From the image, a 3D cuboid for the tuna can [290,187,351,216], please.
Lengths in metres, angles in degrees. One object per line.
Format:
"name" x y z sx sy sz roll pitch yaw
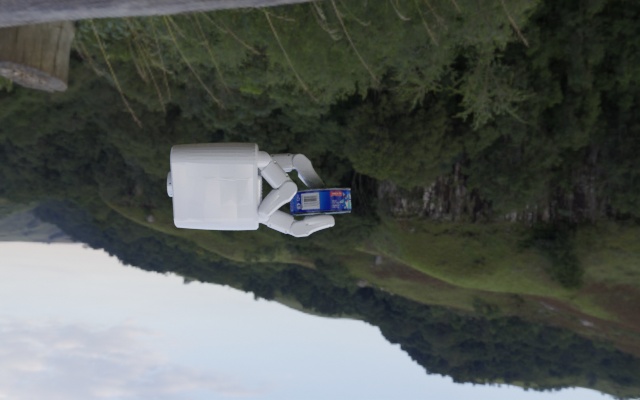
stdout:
"tuna can" 0.000 0.003 0.665 0.086 0.034 0.086 -3 -3 0
